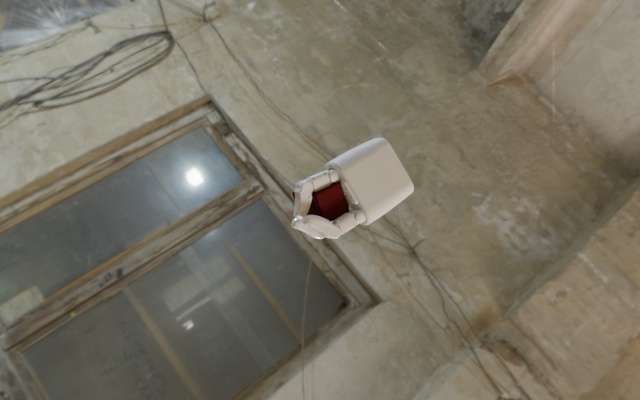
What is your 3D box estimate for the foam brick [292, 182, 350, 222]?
[{"bbox_3d":[0.000,0.002,0.773,0.051,0.053,0.078,-28,18,-24],"label":"foam brick"}]
